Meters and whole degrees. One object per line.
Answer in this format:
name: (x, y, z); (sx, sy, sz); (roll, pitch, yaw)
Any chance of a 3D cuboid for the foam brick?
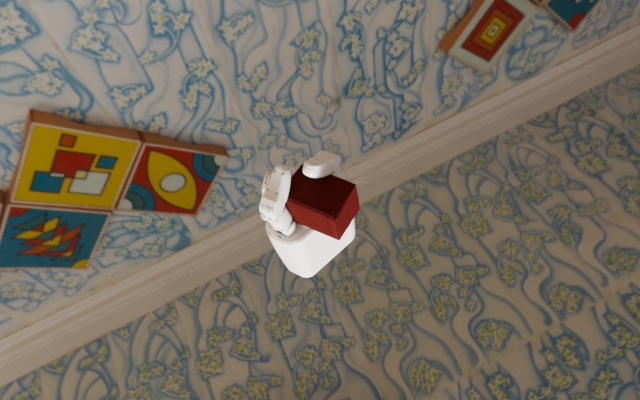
foam brick: (0.000, 0.002, 0.564); (0.078, 0.053, 0.051); (22, -27, 24)
